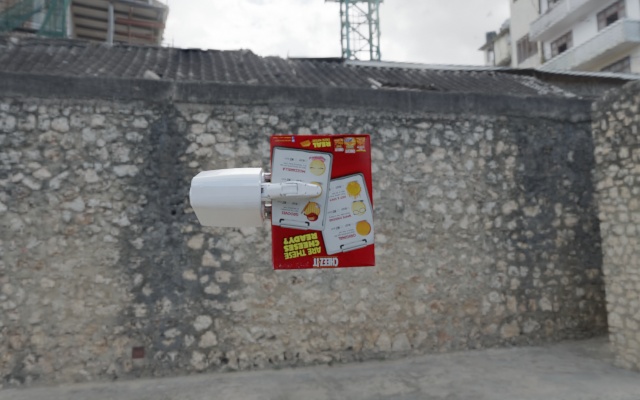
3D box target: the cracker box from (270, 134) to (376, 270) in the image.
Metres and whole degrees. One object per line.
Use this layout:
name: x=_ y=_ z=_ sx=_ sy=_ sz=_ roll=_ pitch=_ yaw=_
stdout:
cracker box: x=0.000 y=0.002 z=0.781 sx=0.164 sy=0.213 sz=0.072 roll=-1 pitch=-6 yaw=-4
